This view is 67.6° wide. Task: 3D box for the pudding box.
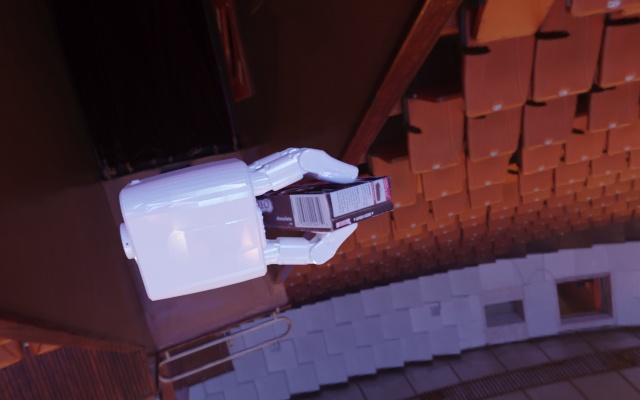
[{"bbox_3d":[0.000,0.002,0.469,0.090,0.039,0.113,-17,13,-42],"label":"pudding box"}]
